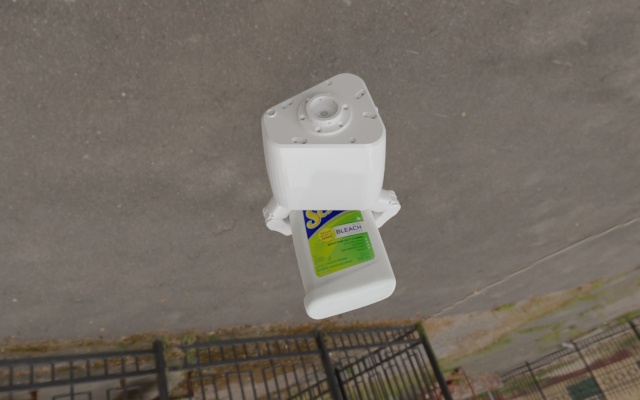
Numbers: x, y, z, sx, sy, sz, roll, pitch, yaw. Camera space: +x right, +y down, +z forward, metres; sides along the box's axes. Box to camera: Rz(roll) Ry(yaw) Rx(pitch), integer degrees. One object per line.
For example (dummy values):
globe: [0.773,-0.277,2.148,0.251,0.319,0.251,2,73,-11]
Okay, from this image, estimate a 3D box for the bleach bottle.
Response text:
bleach bottle: [0.000,0.002,0.559,0.102,0.250,0.068,-16,-30,-6]
